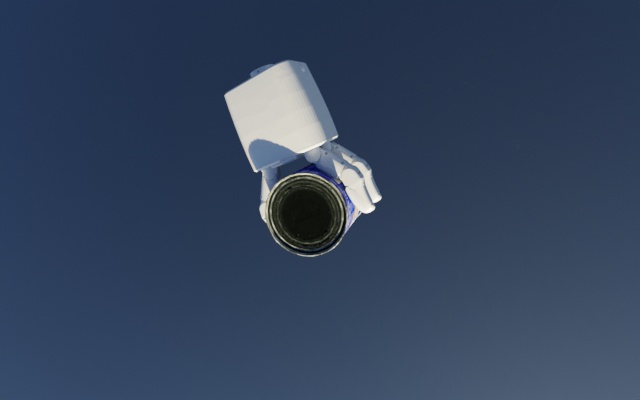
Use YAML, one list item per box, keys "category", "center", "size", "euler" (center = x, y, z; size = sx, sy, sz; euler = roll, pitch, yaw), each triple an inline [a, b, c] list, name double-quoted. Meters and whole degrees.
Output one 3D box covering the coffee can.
- category: "coffee can"
  center: [0.000, 0.002, 0.626]
  size: [0.103, 0.103, 0.140]
  euler: [0, 13, 15]
